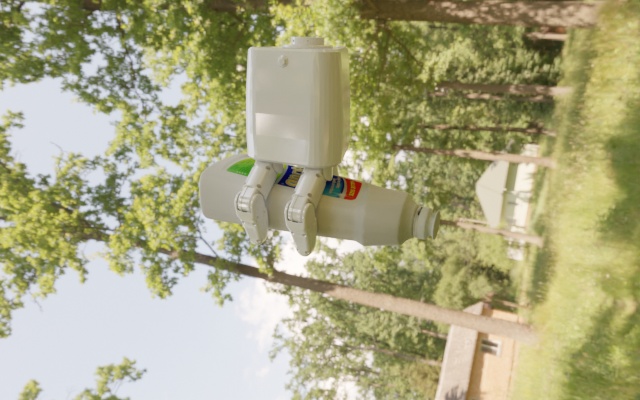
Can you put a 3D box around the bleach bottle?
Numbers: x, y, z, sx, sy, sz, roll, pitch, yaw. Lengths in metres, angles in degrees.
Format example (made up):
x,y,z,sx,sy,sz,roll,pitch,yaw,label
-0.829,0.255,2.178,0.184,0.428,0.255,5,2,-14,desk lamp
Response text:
x,y,z,sx,sy,sz,roll,pitch,yaw,label
0.000,0.002,0.506,0.251,0.068,0.102,10,21,24,bleach bottle
